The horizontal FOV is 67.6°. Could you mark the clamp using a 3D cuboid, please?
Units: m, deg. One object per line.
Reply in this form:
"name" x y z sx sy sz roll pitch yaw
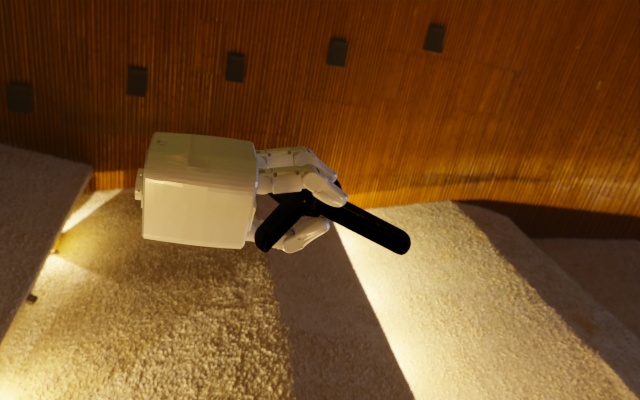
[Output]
"clamp" 0.000 0.002 0.545 0.164 0.036 0.210 8 25 -16
